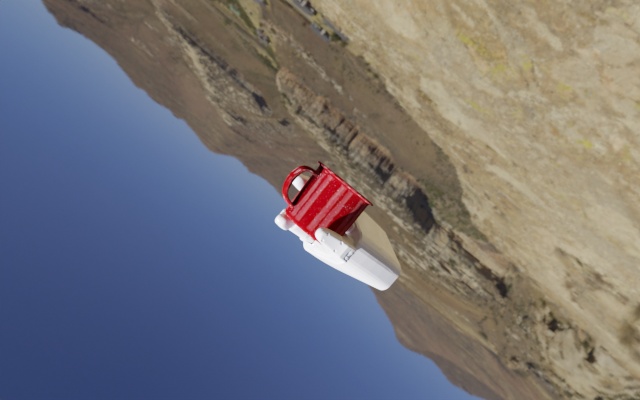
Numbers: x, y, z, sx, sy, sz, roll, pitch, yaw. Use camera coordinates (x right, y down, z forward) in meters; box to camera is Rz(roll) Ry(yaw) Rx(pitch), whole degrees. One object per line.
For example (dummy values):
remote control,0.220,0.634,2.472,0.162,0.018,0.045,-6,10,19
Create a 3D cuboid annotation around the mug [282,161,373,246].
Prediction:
mug,-0.001,0.002,0.622,0.117,0.081,0.093,37,3,-34
